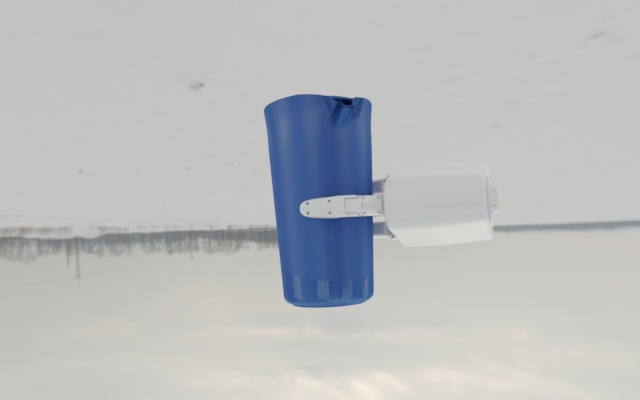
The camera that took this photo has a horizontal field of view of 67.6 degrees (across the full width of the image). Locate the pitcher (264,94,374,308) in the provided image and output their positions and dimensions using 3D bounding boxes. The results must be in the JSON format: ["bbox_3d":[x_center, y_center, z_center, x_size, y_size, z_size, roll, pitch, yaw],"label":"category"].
[{"bbox_3d":[0.000,0.002,0.588,0.145,0.243,0.149,-5,-5,21],"label":"pitcher"}]
